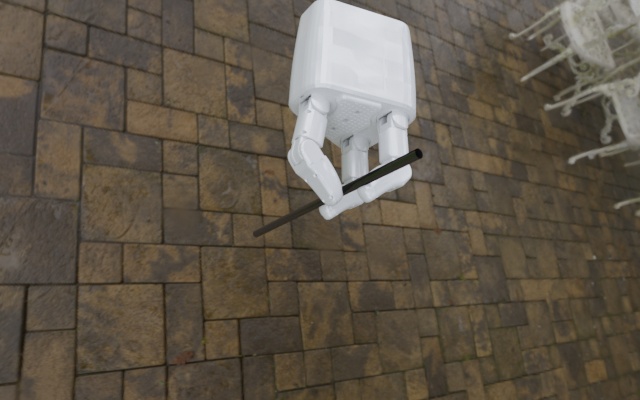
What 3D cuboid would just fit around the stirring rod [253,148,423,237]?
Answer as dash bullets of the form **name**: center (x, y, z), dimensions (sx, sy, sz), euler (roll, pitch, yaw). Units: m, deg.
- **stirring rod**: center (0.000, 0.001, 0.435), dimensions (0.011, 0.011, 0.239), euler (0, -17, -38)
